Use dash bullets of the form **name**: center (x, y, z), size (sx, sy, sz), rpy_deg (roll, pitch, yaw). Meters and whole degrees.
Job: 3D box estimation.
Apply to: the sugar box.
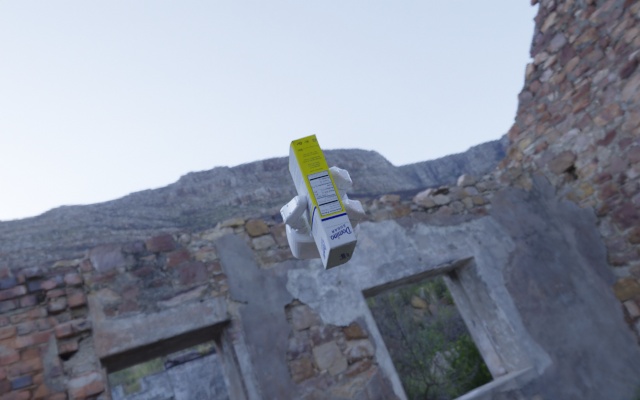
- **sugar box**: center (0.001, 0.002, 0.694), size (0.048, 0.176, 0.093), rpy_deg (-18, -22, -12)
